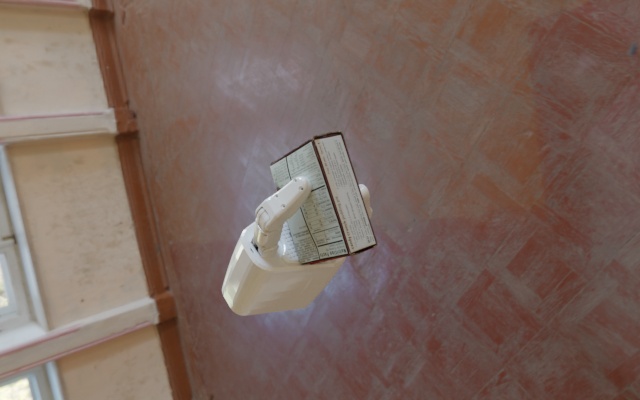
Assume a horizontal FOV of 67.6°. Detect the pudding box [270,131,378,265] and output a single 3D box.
[{"bbox_3d":[0.000,0.002,0.460,0.039,0.113,0.090,-18,-2,-35],"label":"pudding box"}]
